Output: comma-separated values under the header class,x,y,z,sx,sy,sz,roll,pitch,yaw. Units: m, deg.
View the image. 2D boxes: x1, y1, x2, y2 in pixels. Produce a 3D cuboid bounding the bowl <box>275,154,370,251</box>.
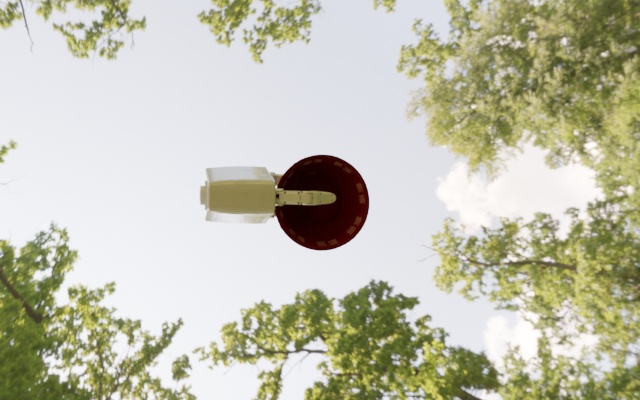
class,x,y,z,sx,sy,sz,roll,pitch,yaw
bowl,0.001,0.003,0.822,0.162,0.162,0.055,0,3,-8
